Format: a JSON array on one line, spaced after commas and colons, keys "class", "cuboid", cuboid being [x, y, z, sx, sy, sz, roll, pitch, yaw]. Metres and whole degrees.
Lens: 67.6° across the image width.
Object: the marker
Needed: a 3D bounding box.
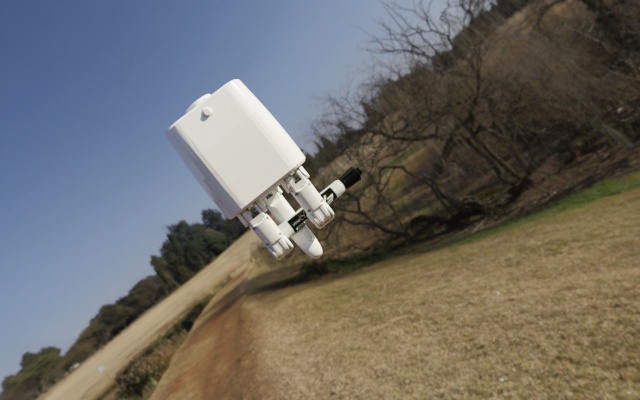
[{"class": "marker", "cuboid": [0.000, 0.002, 0.553, 0.121, 0.020, 0.020, -39, 6, -7]}]
